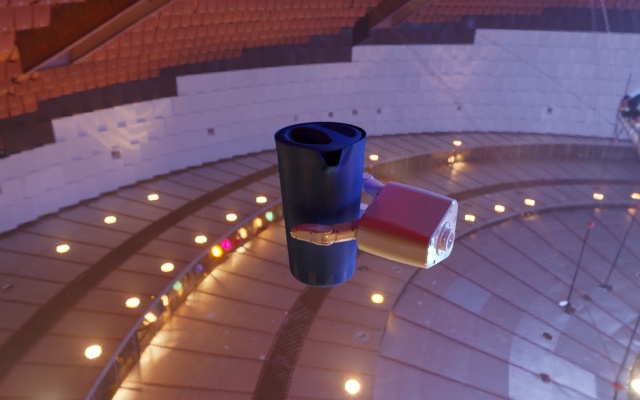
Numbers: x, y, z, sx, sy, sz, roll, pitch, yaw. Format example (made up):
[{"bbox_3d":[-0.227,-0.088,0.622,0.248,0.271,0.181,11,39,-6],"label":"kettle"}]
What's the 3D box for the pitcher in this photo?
[{"bbox_3d":[0.000,0.003,0.746,0.145,0.243,0.149,15,29,29],"label":"pitcher"}]
